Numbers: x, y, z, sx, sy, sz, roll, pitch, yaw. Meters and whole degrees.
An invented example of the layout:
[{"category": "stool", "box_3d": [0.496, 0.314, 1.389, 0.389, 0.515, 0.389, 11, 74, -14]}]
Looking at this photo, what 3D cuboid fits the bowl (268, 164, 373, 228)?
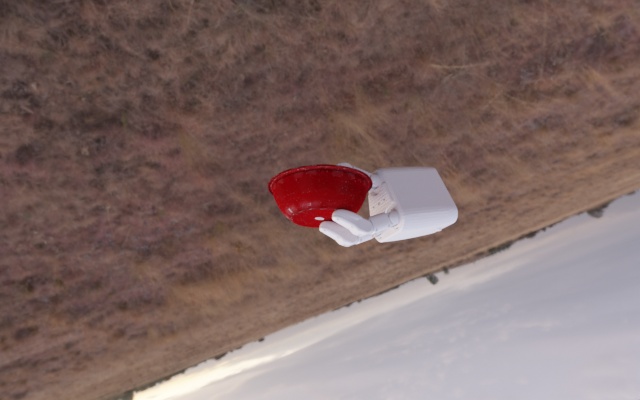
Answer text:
[{"category": "bowl", "box_3d": [-0.001, 0.003, 0.727, 0.162, 0.055, 0.162, -1, -20, 0]}]
